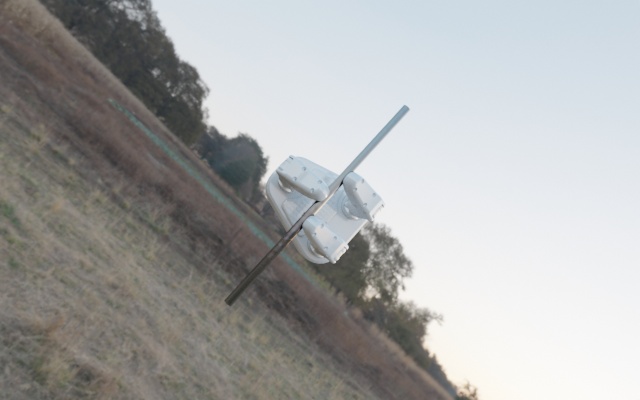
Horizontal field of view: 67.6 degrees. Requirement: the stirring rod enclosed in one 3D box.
[{"bbox_3d":[0.000,0.001,0.430,0.011,0.239,0.011,42,-8,7],"label":"stirring rod"}]
